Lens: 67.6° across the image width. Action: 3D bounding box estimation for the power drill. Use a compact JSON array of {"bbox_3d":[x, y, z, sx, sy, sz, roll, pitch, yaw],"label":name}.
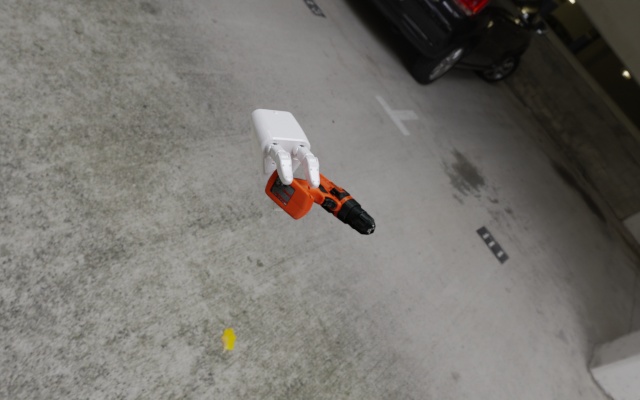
[{"bbox_3d":[0.000,0.003,0.899,0.184,0.057,0.187,39,16,31],"label":"power drill"}]
